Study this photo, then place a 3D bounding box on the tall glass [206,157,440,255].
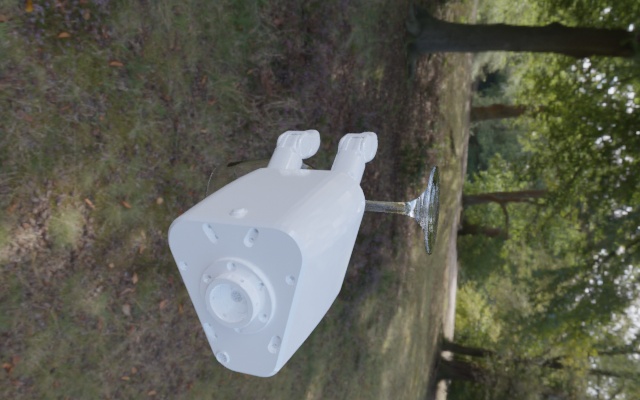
[{"bbox_3d":[0.001,0.001,0.426,0.201,0.079,0.079,4,1,20],"label":"tall glass"}]
